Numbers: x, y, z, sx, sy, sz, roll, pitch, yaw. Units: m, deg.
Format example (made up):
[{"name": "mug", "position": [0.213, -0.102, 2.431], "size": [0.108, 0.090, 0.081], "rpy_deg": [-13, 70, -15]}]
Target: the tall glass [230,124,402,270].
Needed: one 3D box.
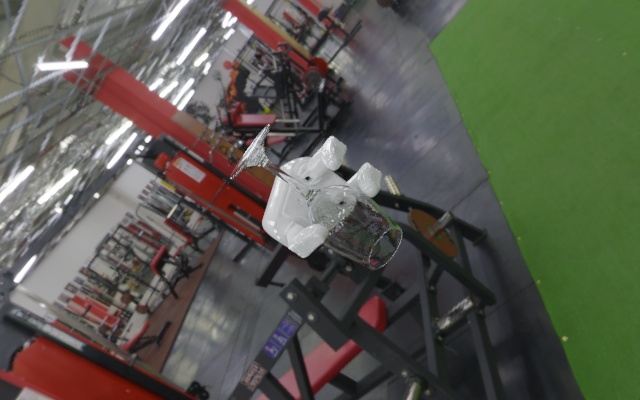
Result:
[{"name": "tall glass", "position": [0.000, 0.001, 0.552], "size": [0.201, 0.079, 0.079], "rpy_deg": [36, -10, -15]}]
